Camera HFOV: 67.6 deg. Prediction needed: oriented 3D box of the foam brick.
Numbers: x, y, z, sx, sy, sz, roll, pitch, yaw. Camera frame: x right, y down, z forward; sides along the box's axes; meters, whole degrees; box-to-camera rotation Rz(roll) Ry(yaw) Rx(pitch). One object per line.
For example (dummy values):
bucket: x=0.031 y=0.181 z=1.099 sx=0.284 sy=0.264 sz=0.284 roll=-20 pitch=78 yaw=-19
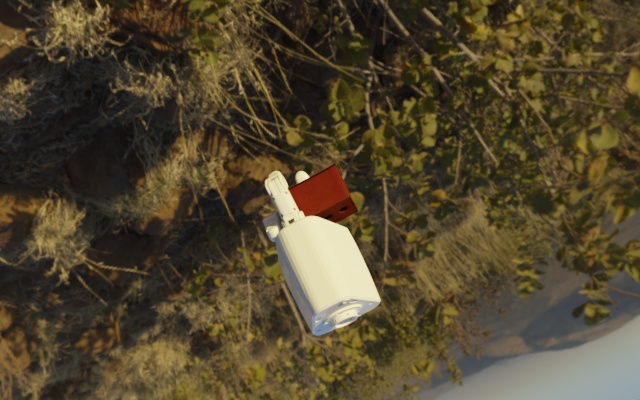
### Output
foam brick: x=0.000 y=0.002 z=0.598 sx=0.078 sy=0.051 sz=0.053 roll=-28 pitch=-28 yaw=3
